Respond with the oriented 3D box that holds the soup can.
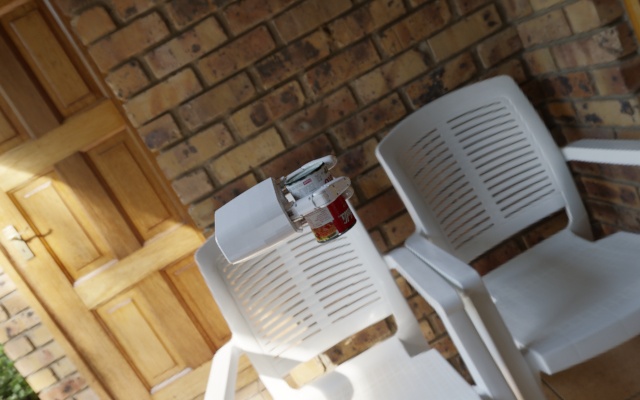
[{"bbox_3d":[0.000,0.002,0.702,0.068,0.102,0.068,-28,12,6],"label":"soup can"}]
